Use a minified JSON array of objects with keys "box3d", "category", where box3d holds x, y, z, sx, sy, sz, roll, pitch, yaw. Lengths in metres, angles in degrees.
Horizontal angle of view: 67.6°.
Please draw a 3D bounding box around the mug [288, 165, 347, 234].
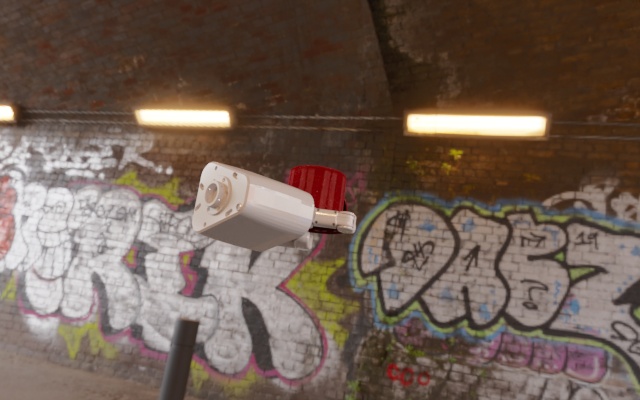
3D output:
[{"box3d":[0.001,0.002,0.681,0.093,0.081,0.117,-3,-16,43],"category":"mug"}]
